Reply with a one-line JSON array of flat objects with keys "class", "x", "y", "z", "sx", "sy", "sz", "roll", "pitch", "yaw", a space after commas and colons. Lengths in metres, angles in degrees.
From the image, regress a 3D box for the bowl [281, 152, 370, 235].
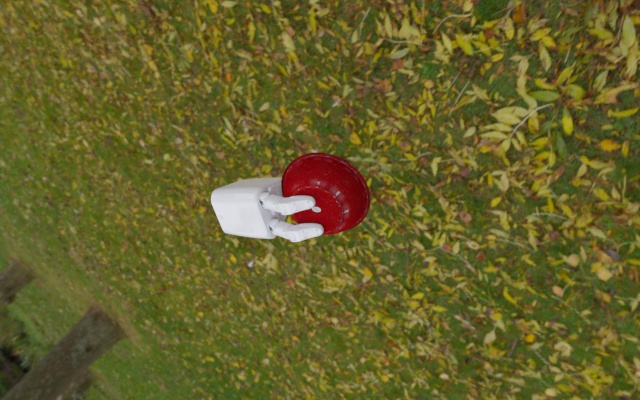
[{"class": "bowl", "x": 0.001, "y": 0.003, "z": 0.803, "sx": 0.162, "sy": 0.162, "sz": 0.055, "roll": 0, "pitch": 32, "yaw": 20}]
